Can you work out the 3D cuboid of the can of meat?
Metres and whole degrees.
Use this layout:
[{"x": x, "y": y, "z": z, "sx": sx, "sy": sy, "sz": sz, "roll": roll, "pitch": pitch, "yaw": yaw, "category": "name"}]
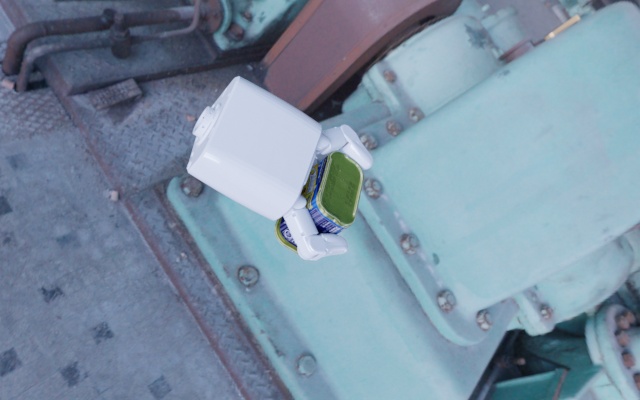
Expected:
[{"x": 0.000, "y": 0.002, "z": 0.553, "sx": 0.057, "sy": 0.102, "sz": 0.084, "roll": 33, "pitch": -44, "yaw": -21, "category": "can of meat"}]
